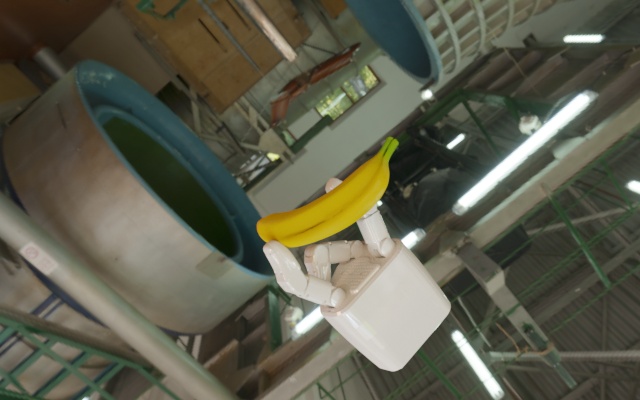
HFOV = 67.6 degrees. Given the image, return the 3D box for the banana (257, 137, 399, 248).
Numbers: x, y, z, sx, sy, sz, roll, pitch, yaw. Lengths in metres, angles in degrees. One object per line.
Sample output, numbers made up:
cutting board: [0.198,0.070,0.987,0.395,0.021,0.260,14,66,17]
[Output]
banana: [-0.003,0.011,0.468,0.198,0.037,0.069,-29,22,35]
